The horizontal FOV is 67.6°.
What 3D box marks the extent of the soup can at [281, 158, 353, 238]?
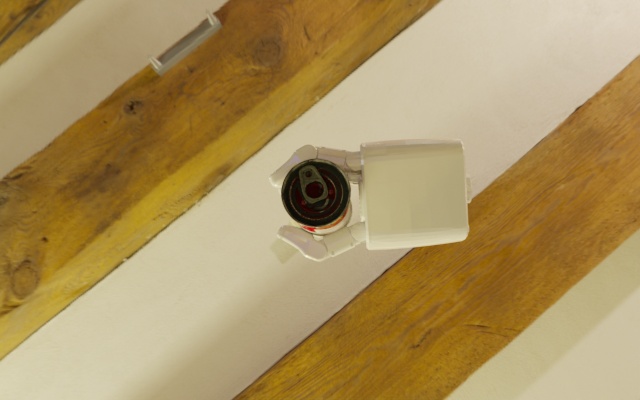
[{"bbox_3d":[0.000,0.002,0.507,0.068,0.068,0.102,0,-11,5],"label":"soup can"}]
